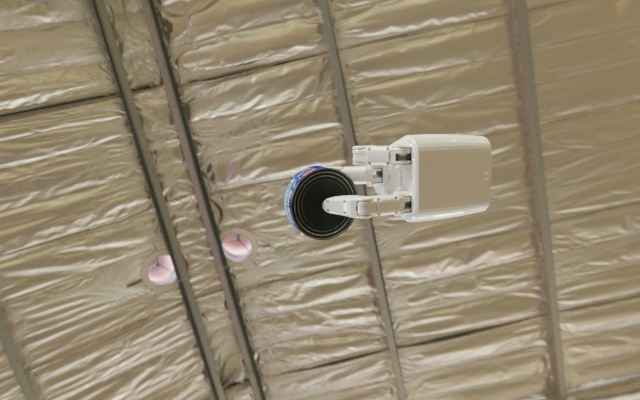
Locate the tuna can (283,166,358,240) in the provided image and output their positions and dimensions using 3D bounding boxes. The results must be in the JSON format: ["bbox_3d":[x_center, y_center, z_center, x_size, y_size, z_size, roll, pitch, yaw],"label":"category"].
[{"bbox_3d":[0.000,0.002,0.567,0.086,0.086,0.033,0,10,-23],"label":"tuna can"}]
